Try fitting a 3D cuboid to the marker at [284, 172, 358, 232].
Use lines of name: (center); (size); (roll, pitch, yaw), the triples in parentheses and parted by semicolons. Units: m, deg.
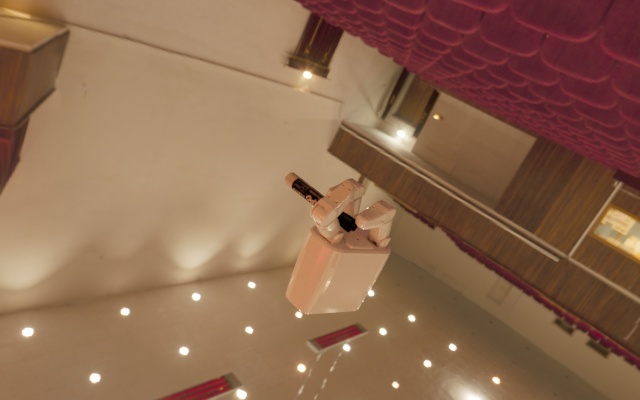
marker: (0.000, 0.002, 0.596); (0.121, 0.020, 0.020); (37, 22, 31)
